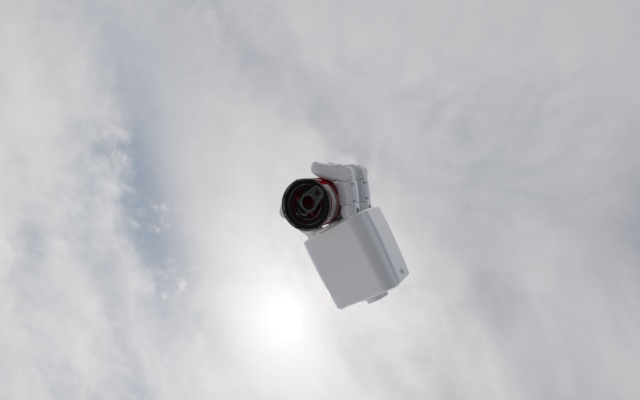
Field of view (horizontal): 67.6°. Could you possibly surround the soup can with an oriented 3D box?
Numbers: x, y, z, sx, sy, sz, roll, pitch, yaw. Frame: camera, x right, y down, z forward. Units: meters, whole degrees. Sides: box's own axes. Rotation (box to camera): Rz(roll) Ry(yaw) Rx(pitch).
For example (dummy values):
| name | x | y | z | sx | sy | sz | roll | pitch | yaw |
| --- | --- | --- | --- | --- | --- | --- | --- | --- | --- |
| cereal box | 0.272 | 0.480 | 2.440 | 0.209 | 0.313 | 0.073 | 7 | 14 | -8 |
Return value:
| name | x | y | z | sx | sy | sz | roll | pitch | yaw |
| --- | --- | --- | --- | --- | --- | --- | --- | --- | --- |
| soup can | 0.000 | 0.002 | 0.648 | 0.068 | 0.068 | 0.102 | 0 | 4 | 22 |
